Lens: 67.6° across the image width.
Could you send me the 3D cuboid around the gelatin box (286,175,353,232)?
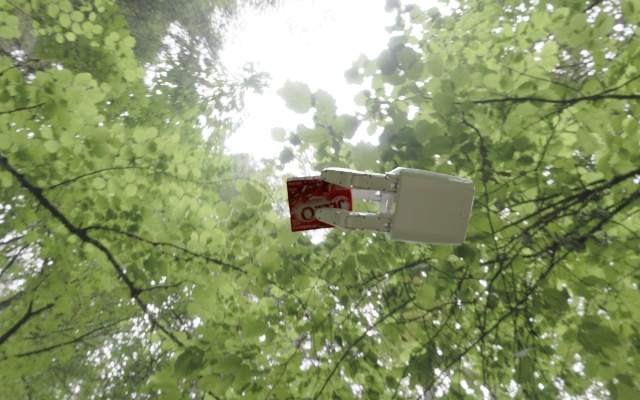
[{"bbox_3d":[0.000,0.002,0.663,0.089,0.073,0.030,-5,13,1],"label":"gelatin box"}]
